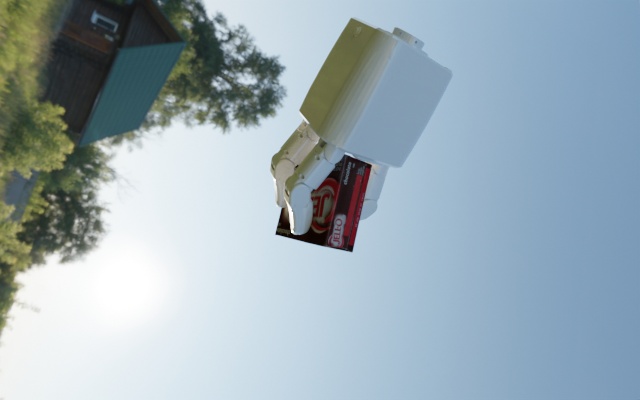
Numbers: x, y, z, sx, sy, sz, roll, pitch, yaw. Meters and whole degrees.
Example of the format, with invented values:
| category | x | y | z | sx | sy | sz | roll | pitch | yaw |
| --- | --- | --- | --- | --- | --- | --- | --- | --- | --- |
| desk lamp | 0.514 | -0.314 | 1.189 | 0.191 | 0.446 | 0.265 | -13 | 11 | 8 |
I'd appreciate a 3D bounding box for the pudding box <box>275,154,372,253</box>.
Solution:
| category | x | y | z | sx | sy | sz | roll | pitch | yaw |
| --- | --- | --- | --- | --- | --- | --- | --- | --- | --- |
| pudding box | 0.000 | 0.002 | 0.496 | 0.039 | 0.090 | 0.113 | 17 | -7 | -28 |
